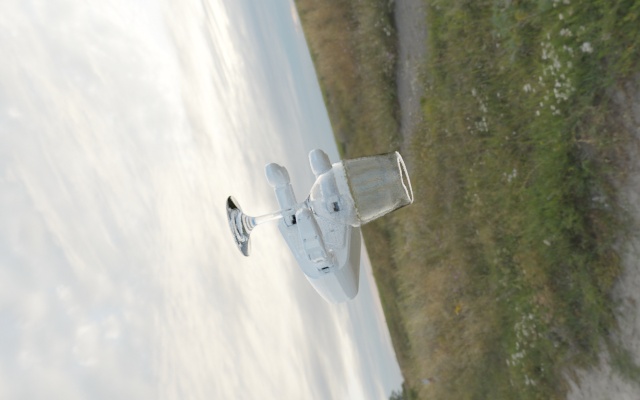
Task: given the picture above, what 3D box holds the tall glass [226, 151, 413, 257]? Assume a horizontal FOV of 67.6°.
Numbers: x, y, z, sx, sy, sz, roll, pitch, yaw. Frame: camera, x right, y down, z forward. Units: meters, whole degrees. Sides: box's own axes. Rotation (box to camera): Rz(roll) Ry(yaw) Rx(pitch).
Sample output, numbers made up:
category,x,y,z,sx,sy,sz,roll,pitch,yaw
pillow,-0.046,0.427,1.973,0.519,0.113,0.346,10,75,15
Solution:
category,x,y,z,sx,sy,sz,roll,pitch,yaw
tall glass,-0.001,0.002,0.545,0.201,0.079,0.079,-17,-2,5
